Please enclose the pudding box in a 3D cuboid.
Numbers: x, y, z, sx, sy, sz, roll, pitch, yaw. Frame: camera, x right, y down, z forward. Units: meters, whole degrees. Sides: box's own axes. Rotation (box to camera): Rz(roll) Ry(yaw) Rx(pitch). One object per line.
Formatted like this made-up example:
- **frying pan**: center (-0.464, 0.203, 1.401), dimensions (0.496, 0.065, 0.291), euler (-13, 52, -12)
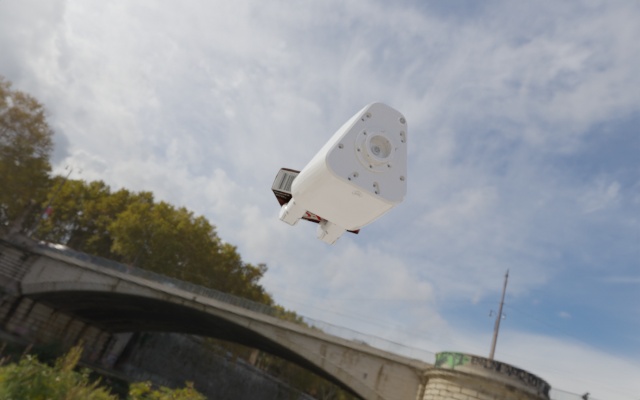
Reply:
- **pudding box**: center (0.000, 0.002, 0.634), dimensions (0.113, 0.039, 0.090), euler (16, -21, 15)
